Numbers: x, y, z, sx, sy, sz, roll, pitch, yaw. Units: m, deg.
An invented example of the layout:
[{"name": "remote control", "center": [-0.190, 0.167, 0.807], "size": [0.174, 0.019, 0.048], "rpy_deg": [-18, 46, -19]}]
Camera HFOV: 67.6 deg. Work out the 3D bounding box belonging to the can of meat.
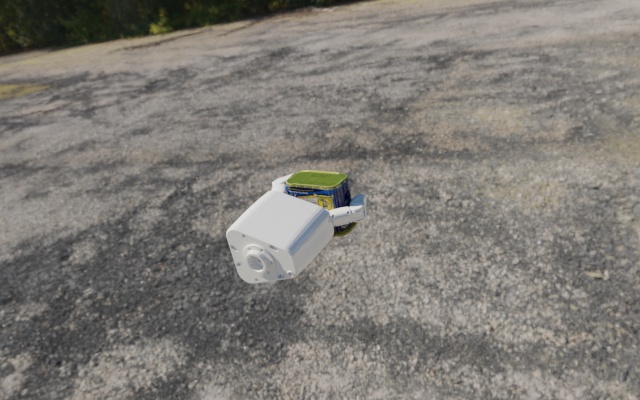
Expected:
[{"name": "can of meat", "center": [0.000, 0.002, 0.738], "size": [0.102, 0.084, 0.057], "rpy_deg": [6, 31, 31]}]
